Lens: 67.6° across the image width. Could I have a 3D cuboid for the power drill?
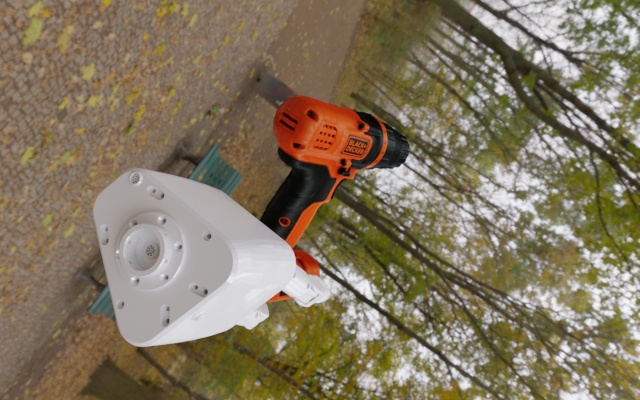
[{"bbox_3d":[0.000,0.002,0.453,0.057,0.188,0.184,35,18,34],"label":"power drill"}]
